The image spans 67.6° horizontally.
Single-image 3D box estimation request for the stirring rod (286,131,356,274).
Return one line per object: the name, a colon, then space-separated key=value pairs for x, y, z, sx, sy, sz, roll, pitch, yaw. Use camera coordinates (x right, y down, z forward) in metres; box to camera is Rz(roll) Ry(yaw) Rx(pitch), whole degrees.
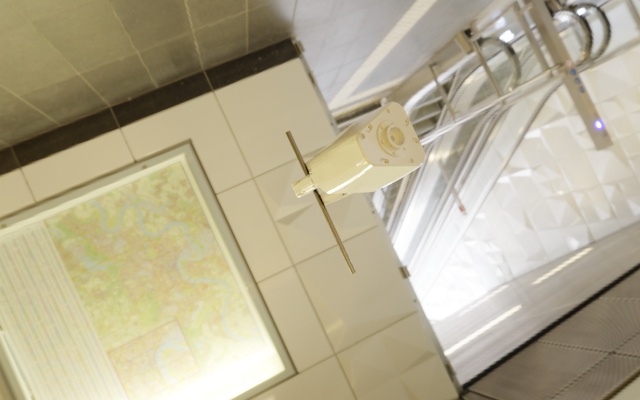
stirring rod: x=0.000 y=0.002 z=0.736 sx=0.011 sy=0.239 sz=0.011 roll=-25 pitch=-2 yaw=-1
